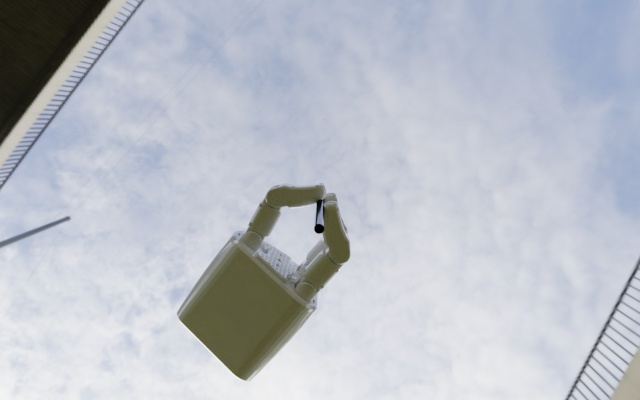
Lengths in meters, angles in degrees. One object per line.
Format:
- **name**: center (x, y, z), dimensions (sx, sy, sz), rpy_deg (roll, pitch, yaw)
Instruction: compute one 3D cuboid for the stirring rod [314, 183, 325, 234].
- **stirring rod**: center (0.000, 0.002, 0.483), dimensions (0.011, 0.011, 0.239), rpy_deg (0, 10, 1)
